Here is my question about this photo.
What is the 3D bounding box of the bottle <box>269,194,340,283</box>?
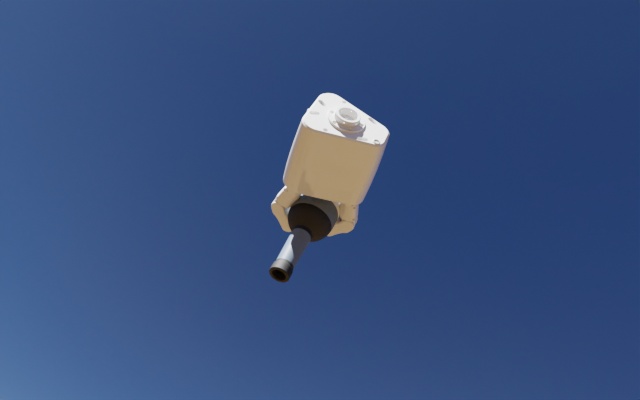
[{"bbox_3d":[0.000,0.002,0.693,0.069,0.069,0.295,0,38,26],"label":"bottle"}]
